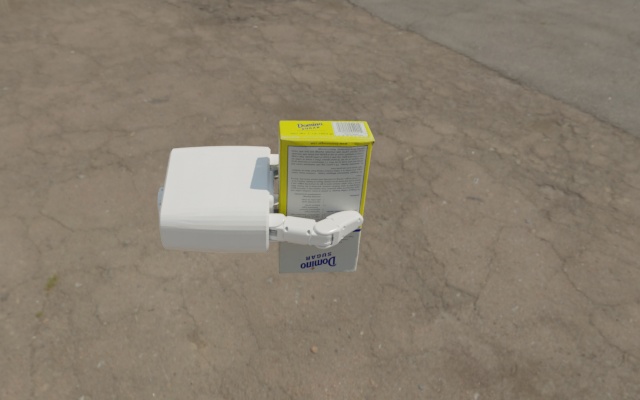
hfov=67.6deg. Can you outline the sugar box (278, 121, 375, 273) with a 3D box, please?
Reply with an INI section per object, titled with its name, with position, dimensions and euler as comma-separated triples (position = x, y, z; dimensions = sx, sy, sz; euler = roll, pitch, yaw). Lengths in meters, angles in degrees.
[sugar box]
position = 0.000, 0.001, 0.519
dimensions = 0.093, 0.176, 0.048
euler = 0, 38, -7
